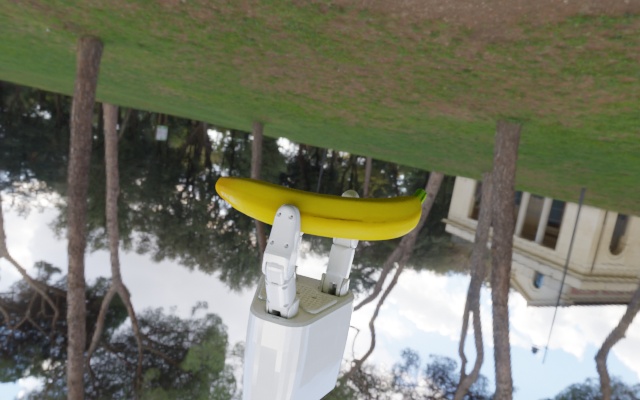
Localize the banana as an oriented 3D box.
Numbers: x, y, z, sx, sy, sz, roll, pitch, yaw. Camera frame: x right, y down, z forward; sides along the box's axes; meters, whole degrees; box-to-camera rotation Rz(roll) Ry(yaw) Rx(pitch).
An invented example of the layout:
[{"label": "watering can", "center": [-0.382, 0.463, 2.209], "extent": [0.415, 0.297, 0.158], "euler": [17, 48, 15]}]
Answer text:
[{"label": "banana", "center": [0.006, 0.008, 0.419], "extent": [0.198, 0.037, 0.069], "euler": [5, 18, -9]}]
